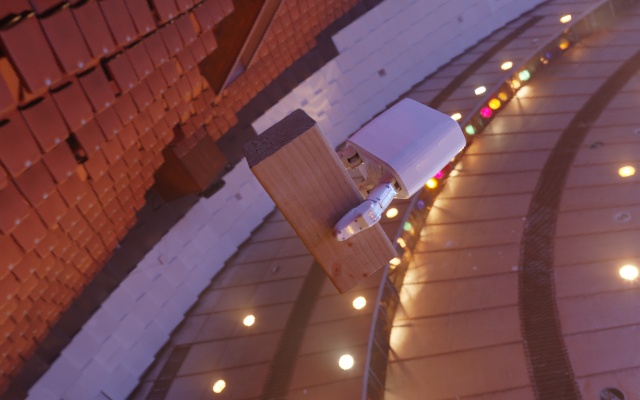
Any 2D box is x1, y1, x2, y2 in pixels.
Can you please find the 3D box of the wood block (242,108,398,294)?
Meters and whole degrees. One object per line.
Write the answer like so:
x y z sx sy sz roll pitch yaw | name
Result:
0.001 0.002 0.594 0.090 0.206 0.090 -34 26 0 | wood block
